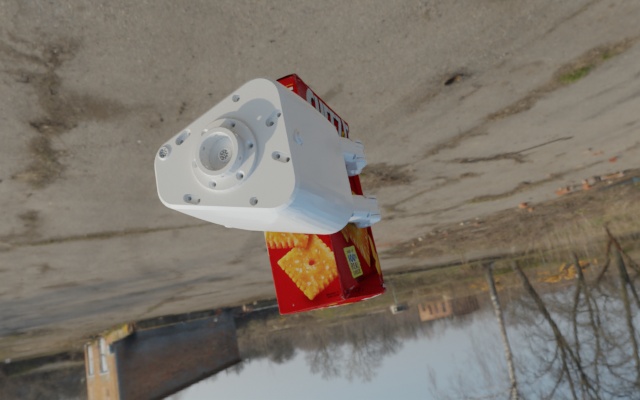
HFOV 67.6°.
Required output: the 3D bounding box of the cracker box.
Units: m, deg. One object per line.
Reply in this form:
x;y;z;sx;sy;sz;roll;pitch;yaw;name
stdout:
0.000;0.002;0.497;0.072;0.213;0.164;-16;-14;18;cracker box
